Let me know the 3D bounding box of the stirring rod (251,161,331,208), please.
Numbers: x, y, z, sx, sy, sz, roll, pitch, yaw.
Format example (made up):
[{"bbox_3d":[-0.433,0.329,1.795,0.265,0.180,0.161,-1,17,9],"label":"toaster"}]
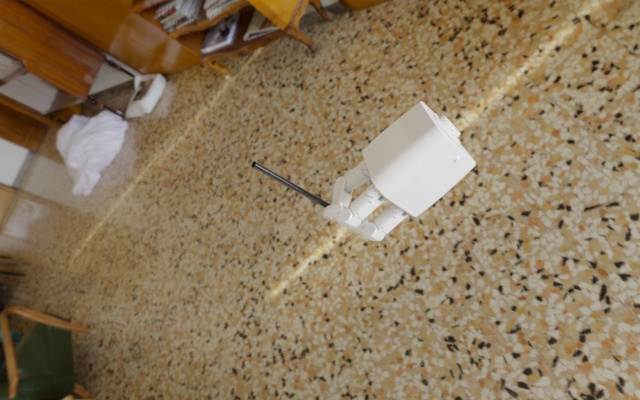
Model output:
[{"bbox_3d":[0.000,0.002,0.644,0.011,0.011,0.240,0,-22,45],"label":"stirring rod"}]
